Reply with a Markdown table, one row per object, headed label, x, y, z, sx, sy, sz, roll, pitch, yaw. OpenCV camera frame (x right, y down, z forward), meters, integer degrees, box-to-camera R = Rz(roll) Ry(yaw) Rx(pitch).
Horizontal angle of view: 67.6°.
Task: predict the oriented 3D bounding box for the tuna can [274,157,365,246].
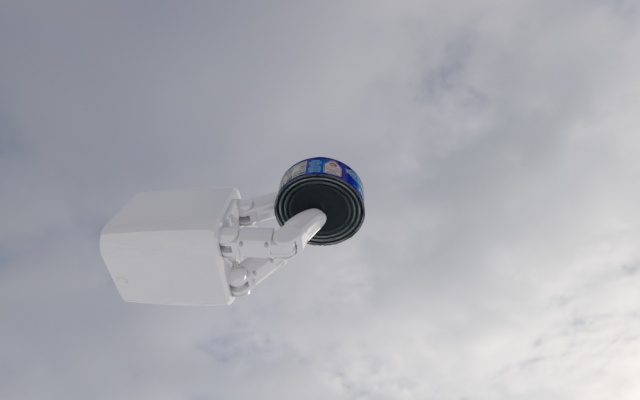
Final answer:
| label | x | y | z | sx | sy | sz | roll | pitch | yaw |
| --- | --- | --- | --- | --- | --- | --- | --- | --- | --- |
| tuna can | 0.000 | 0.001 | 0.461 | 0.086 | 0.086 | 0.033 | 0 | 38 | 5 |
